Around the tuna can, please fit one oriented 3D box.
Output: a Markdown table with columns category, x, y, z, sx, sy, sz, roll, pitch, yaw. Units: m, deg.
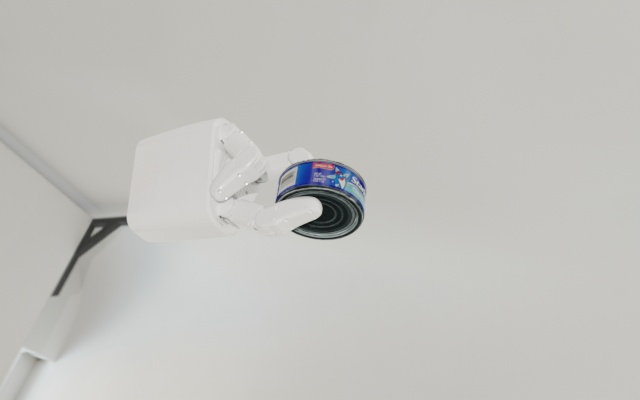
| category | x | y | z | sx | sy | sz | roll | pitch | yaw |
| --- | --- | --- | --- | --- | --- | --- | --- | --- | --- |
| tuna can | 0.000 | 0.002 | 0.452 | 0.086 | 0.033 | 0.086 | 4 | -38 | 3 |
